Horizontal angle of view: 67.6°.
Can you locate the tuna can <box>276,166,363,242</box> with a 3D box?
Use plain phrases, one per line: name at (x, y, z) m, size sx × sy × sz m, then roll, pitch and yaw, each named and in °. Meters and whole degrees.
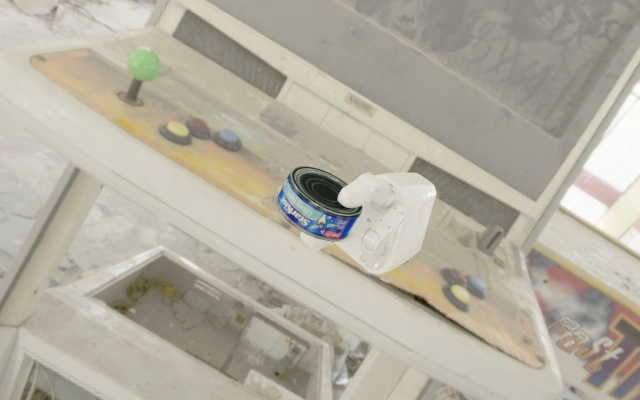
tuna can at (0.000, 0.001, 0.492) m, size 0.086 × 0.034 × 0.086 m, roll 23°, pitch 28°, yaw -13°
